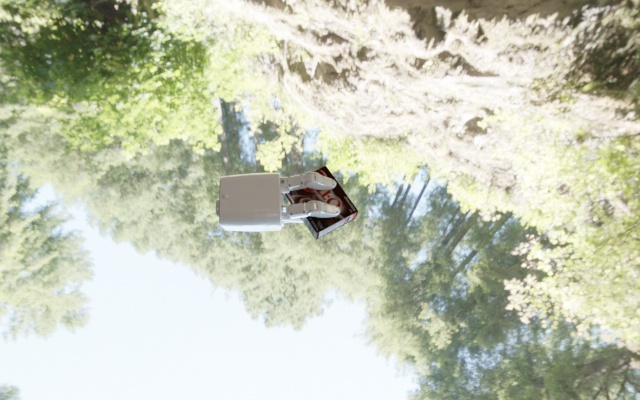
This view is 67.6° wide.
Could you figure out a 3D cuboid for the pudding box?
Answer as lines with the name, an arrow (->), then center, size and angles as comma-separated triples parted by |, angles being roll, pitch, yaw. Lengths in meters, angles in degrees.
pudding box -> 0.000, 0.003, 0.865 | 0.090, 0.113, 0.039 | -28, -20, -18
